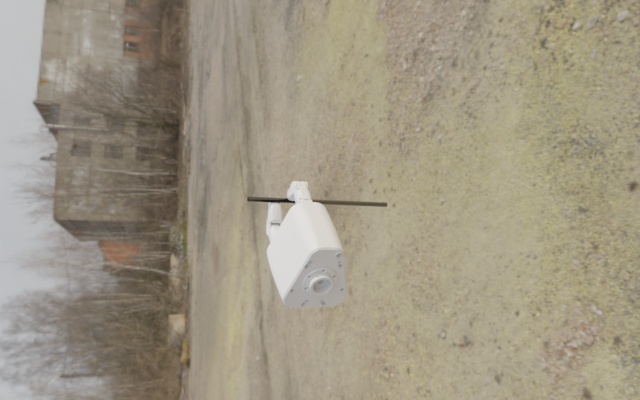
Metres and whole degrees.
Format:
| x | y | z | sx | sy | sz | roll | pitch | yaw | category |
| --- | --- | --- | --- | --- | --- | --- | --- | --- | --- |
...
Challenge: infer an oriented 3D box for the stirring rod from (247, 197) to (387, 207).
| x | y | z | sx | sy | sz | roll | pitch | yaw | category |
| --- | --- | --- | --- | --- | --- | --- | --- | --- | --- |
| 0.000 | 0.003 | 0.784 | 0.239 | 0.011 | 0.011 | 2 | -1 | -19 | stirring rod |
